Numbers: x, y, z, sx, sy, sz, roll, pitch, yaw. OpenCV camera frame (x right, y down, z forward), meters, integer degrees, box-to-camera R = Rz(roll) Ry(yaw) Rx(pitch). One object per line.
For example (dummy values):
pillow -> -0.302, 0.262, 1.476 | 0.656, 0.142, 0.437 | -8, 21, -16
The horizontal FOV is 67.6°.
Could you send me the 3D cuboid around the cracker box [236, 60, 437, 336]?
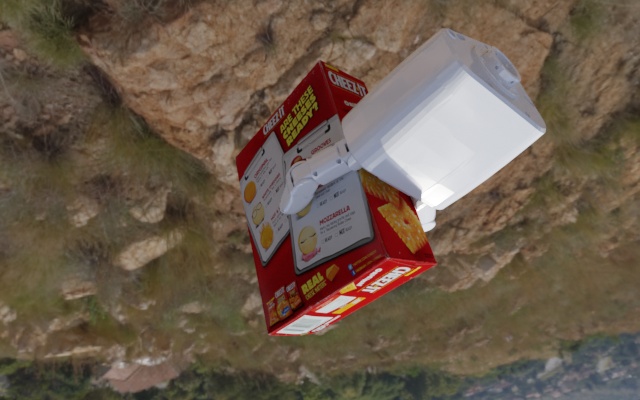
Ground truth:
cracker box -> 0.000, 0.002, 0.468 | 0.072, 0.213, 0.164 | 13, -40, -39
